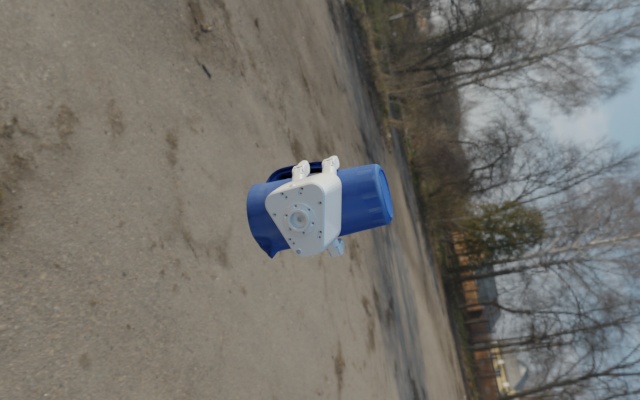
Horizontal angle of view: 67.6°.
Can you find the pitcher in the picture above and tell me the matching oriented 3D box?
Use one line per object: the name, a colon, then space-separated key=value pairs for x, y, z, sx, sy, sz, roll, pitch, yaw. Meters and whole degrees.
pitcher: x=0.000 y=0.003 z=0.861 sx=0.243 sy=0.149 sz=0.145 roll=-12 pitch=7 yaw=16
